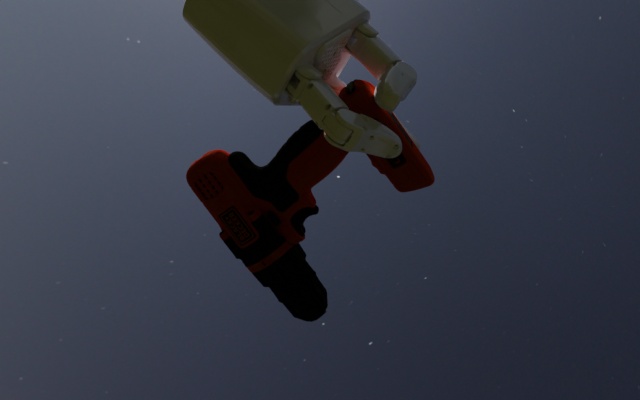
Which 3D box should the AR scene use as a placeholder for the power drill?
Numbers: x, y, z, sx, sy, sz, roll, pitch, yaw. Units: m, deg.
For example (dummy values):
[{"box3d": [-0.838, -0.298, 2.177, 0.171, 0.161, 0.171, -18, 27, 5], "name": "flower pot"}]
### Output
[{"box3d": [0.000, 0.001, 0.417, 0.188, 0.184, 0.057, -33, 12, 16], "name": "power drill"}]
